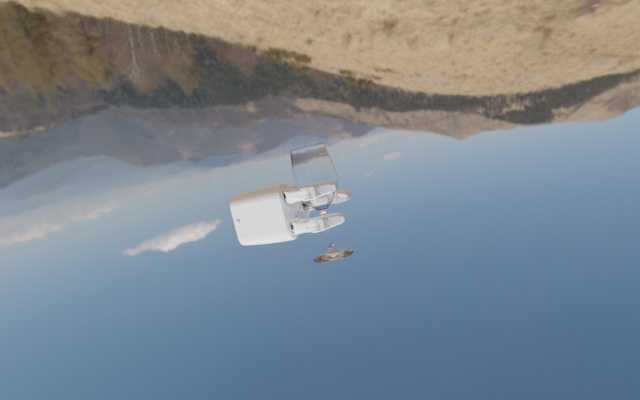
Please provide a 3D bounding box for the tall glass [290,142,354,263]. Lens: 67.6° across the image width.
[{"bbox_3d":[0.000,0.003,0.837,0.079,0.201,0.079,-13,6,1],"label":"tall glass"}]
